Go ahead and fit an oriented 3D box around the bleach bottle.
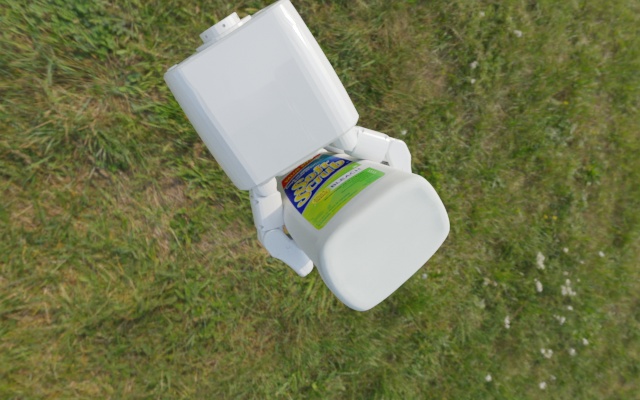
[{"bbox_3d":[0.000,0.001,0.431,0.102,0.068,0.250,-39,24,-10],"label":"bleach bottle"}]
